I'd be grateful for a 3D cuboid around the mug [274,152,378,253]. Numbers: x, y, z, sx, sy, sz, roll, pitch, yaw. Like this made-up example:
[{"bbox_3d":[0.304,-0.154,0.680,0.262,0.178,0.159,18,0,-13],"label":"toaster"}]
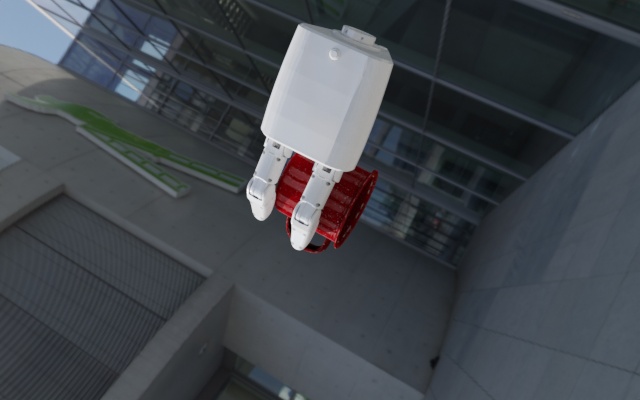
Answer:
[{"bbox_3d":[-0.001,0.003,0.516,0.081,0.117,0.093,28,24,12],"label":"mug"}]
